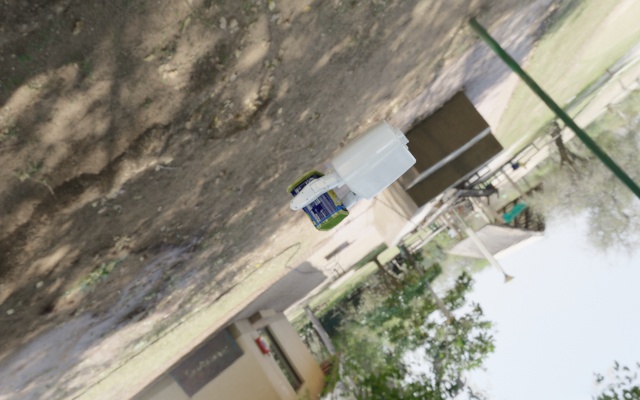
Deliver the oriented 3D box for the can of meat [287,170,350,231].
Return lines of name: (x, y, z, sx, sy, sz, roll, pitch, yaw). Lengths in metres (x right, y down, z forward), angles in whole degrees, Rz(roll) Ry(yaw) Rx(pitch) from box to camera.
can of meat: (0.000, 0.003, 0.787, 0.057, 0.084, 0.102, -37, -11, 9)
